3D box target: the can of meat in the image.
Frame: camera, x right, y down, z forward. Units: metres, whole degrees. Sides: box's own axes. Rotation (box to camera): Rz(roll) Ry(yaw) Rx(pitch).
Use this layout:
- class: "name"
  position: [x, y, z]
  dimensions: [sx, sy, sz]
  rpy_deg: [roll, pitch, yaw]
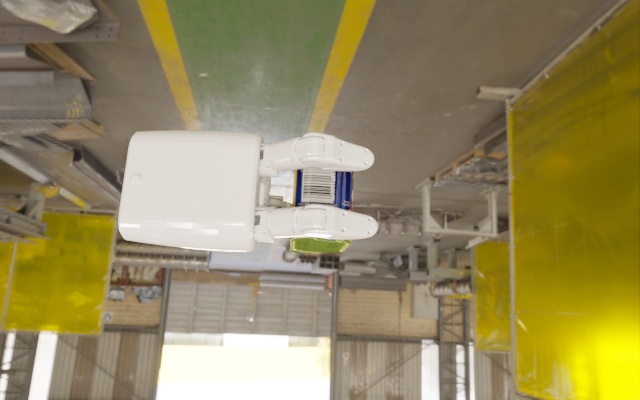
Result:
- class: "can of meat"
  position: [0.000, 0.002, 0.431]
  dimensions: [0.057, 0.084, 0.102]
  rpy_deg: [4, -13, -2]
